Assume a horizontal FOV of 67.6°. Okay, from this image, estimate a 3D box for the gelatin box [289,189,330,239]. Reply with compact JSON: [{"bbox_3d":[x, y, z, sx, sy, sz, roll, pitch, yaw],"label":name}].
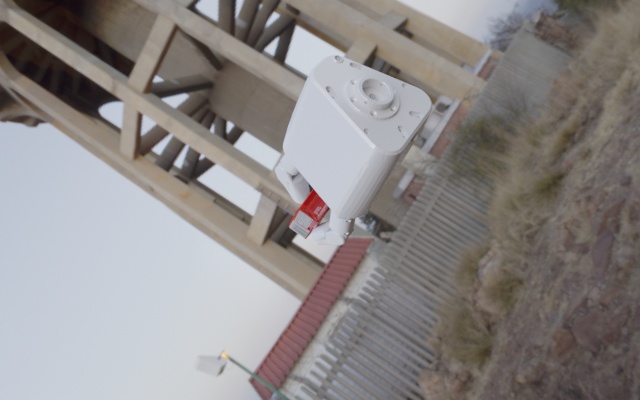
[{"bbox_3d":[0.000,0.002,0.566,0.030,0.073,0.089,37,-20,1],"label":"gelatin box"}]
